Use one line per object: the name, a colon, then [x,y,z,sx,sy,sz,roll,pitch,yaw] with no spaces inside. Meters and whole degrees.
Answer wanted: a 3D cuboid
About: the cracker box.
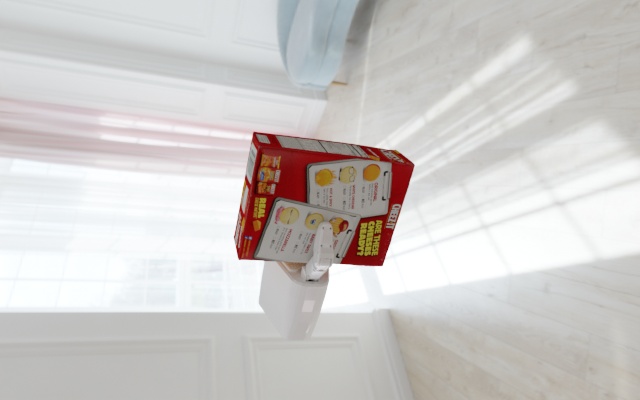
cracker box: [0.000,0.002,0.653,0.214,0.164,0.072,5,25,-20]
